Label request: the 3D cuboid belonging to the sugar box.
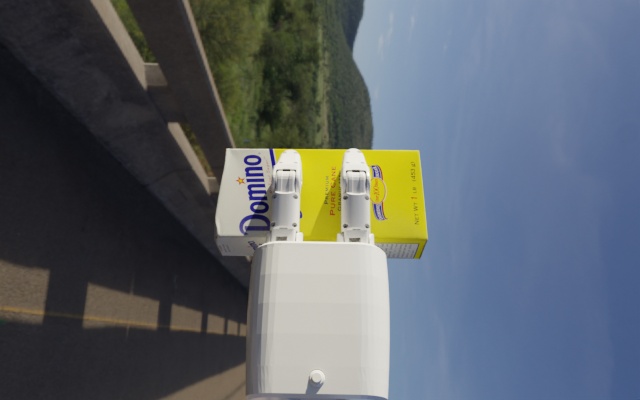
[{"bbox_3d":[0.000,0.001,0.423,0.176,0.093,0.048,1,-30,-1],"label":"sugar box"}]
